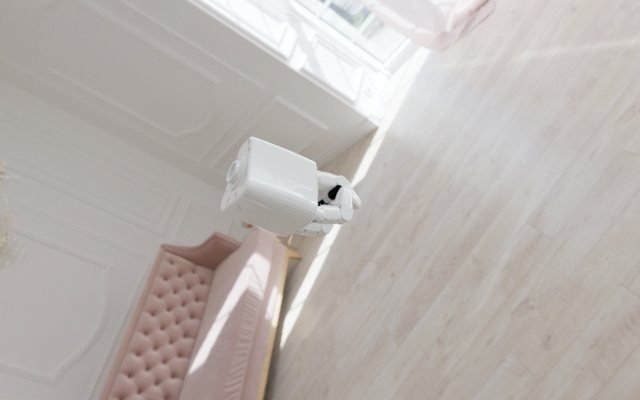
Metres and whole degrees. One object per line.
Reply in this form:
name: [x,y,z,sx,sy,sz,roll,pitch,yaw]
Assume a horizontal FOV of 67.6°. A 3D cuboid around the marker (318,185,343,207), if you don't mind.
marker: [0.000,0.002,0.759,0.020,0.020,0.121,0,-18,-34]
